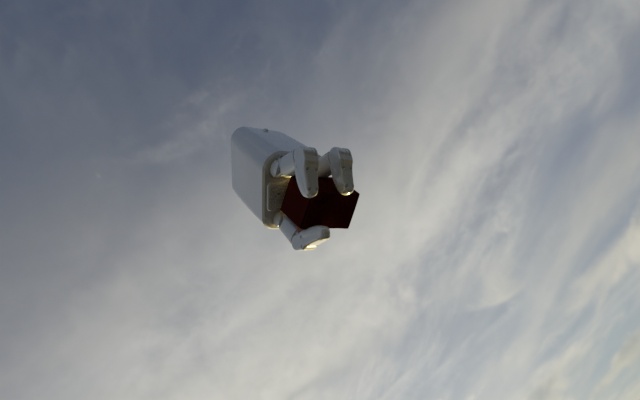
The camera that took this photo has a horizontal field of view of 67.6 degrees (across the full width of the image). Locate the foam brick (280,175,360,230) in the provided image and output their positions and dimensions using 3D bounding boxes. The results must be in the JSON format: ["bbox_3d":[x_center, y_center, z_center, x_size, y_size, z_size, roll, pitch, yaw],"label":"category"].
[{"bbox_3d":[0.000,0.002,0.604,0.078,0.053,0.051,3,25,-39],"label":"foam brick"}]
